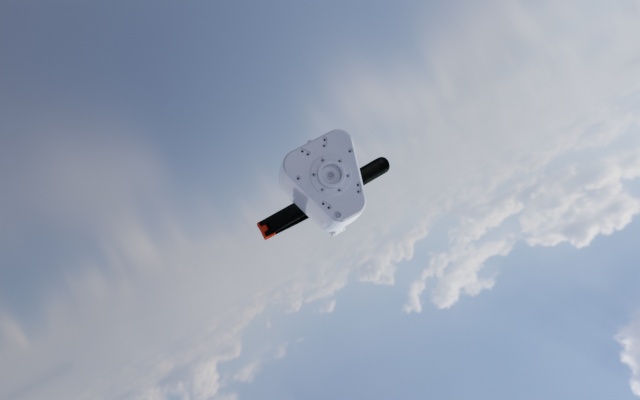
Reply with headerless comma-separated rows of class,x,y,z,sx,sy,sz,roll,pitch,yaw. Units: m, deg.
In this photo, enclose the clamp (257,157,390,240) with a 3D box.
clamp,0.000,0.003,0.751,0.210,0.036,0.164,-28,-6,-9
